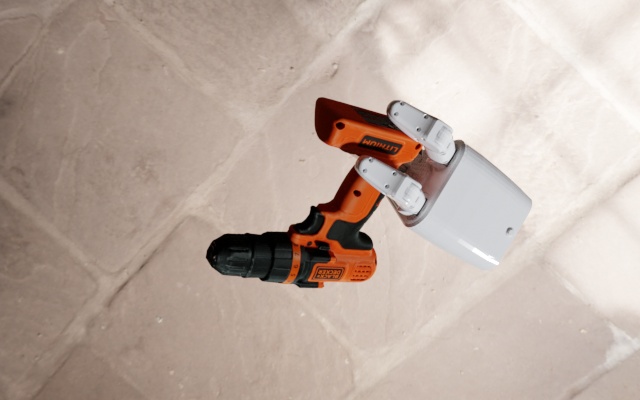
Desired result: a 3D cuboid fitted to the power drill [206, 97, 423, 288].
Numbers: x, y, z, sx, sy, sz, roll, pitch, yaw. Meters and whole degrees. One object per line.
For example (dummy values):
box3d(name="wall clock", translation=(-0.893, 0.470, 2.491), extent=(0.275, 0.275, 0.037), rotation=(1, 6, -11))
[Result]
box3d(name="power drill", translation=(0.000, 0.001, 0.454), extent=(0.184, 0.188, 0.057), rotation=(6, 31, -32))
